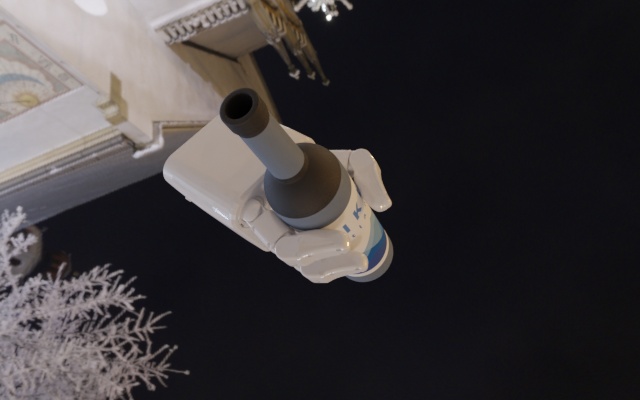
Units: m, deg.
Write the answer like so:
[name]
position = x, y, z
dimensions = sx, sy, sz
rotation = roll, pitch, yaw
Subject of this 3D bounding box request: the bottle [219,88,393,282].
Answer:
[bottle]
position = 0.000, 0.001, 0.413
dimensions = 0.069, 0.069, 0.296
rotation = 0, -23, 21
